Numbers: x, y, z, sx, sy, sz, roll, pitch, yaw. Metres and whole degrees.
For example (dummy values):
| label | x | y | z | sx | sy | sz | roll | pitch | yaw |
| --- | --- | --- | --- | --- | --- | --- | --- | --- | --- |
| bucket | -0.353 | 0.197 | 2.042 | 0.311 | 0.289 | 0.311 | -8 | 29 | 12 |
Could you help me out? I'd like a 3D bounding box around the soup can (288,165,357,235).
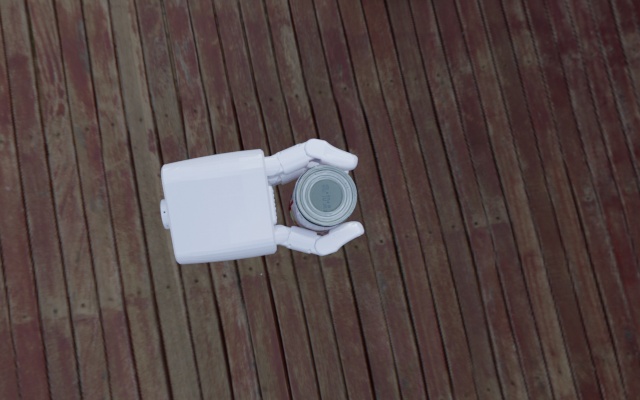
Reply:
| label | x | y | z | sx | sy | sz | roll | pitch | yaw |
| --- | --- | --- | --- | --- | --- | --- | --- | --- | --- |
| soup can | 0.001 | 0.002 | 0.544 | 0.068 | 0.068 | 0.102 | 0 | -9 | -7 |
